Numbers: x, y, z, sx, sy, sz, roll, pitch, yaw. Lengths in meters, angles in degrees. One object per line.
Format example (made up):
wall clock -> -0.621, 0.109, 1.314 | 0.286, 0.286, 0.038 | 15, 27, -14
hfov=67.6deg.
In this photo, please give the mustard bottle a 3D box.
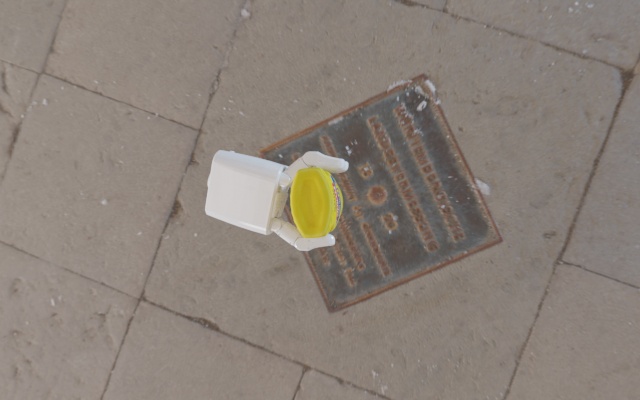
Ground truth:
mustard bottle -> 0.000, 0.002, 0.730 | 0.058, 0.096, 0.191 | -7, 0, 8
